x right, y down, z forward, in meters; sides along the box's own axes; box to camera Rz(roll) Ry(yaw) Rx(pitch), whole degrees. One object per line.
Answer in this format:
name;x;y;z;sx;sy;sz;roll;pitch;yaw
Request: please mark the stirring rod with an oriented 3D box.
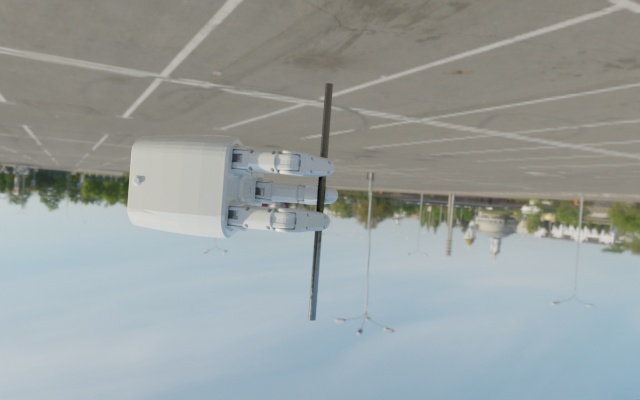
stirring rod;0.000;0.001;0.486;0.011;0.239;0.011;4;0;0
